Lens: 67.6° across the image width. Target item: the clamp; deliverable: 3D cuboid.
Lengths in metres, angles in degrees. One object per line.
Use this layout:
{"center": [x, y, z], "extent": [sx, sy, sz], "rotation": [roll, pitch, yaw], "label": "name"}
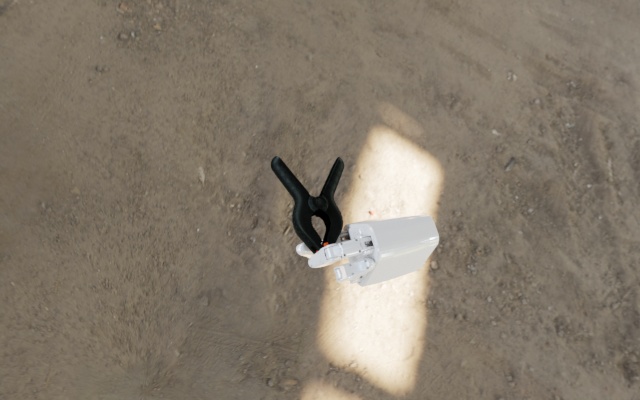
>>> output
{"center": [0.000, 0.002, 0.734], "extent": [0.120, 0.171, 0.039], "rotation": [-12, -16, -19], "label": "clamp"}
